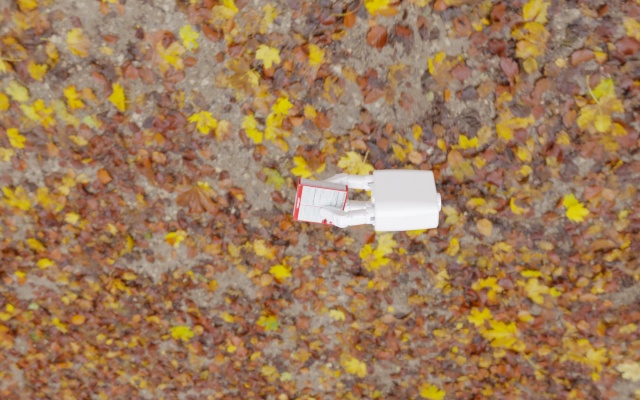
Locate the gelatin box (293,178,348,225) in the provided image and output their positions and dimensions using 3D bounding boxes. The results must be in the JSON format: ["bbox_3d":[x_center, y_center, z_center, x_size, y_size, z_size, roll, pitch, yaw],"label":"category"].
[{"bbox_3d":[0.000,0.003,0.849,0.089,0.073,0.030,7,29,-6],"label":"gelatin box"}]
